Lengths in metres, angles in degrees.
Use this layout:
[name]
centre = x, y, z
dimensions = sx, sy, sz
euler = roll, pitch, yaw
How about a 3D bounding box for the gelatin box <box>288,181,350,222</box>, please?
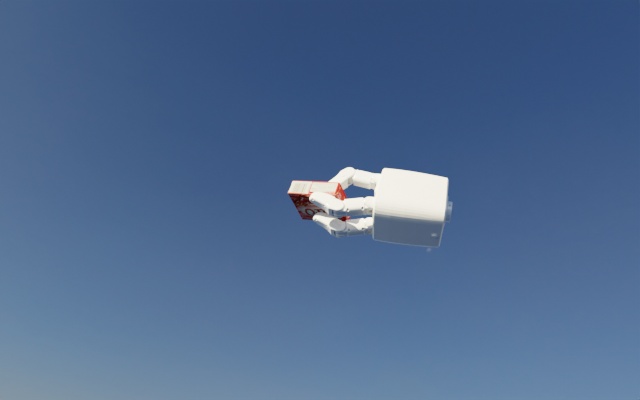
[gelatin box]
centre = 0.000, 0.002, 0.787
dimensions = 0.089, 0.030, 0.073
euler = 3, -37, 25
